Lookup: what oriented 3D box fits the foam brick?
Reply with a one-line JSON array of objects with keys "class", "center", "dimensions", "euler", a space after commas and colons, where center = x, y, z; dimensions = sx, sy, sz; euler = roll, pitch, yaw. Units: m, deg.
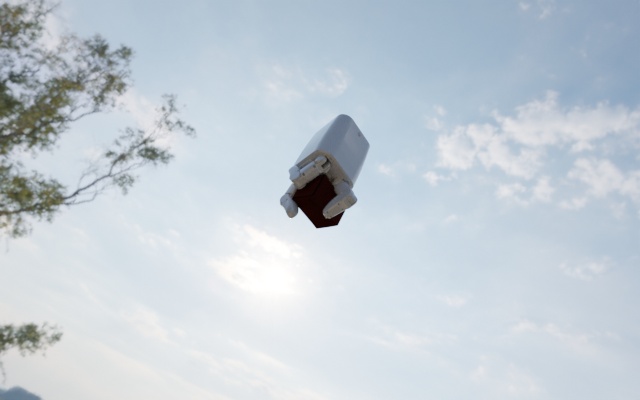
[{"class": "foam brick", "center": [0.000, 0.003, 0.817], "dimensions": [0.053, 0.051, 0.078], "euler": [-9, -49, 41]}]
